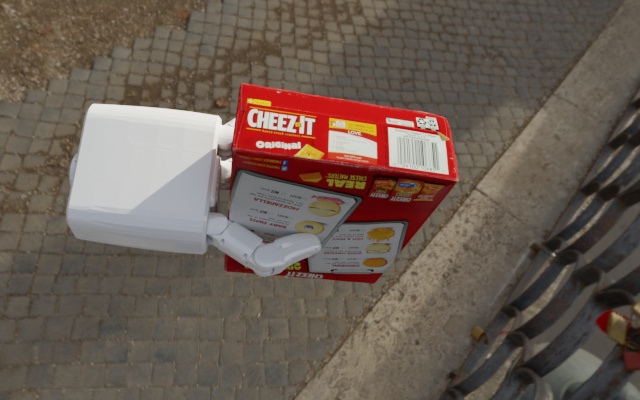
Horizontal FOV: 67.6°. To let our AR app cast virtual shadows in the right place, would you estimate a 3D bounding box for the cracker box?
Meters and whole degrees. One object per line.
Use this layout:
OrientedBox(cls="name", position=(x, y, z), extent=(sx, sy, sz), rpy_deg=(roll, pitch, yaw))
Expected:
OrientedBox(cls="cracker box", position=(0.000, 0.001, 0.431), extent=(0.164, 0.072, 0.214), rpy_deg=(7, -31, -9))
